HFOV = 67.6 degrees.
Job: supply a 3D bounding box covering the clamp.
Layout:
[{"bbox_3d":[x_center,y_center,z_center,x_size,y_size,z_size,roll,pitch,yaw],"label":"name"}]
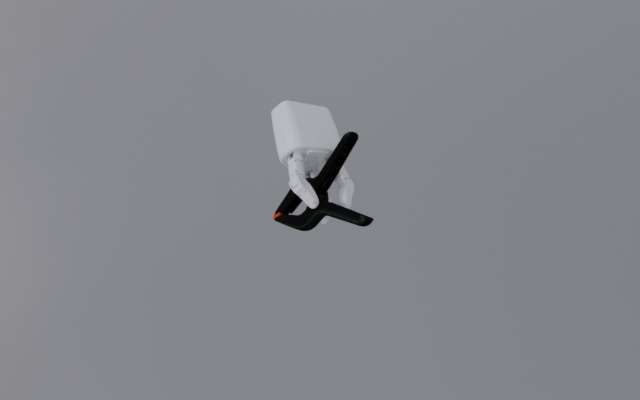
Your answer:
[{"bbox_3d":[-0.001,0.002,0.800,0.210,0.164,0.036,-34,-36,33],"label":"clamp"}]
